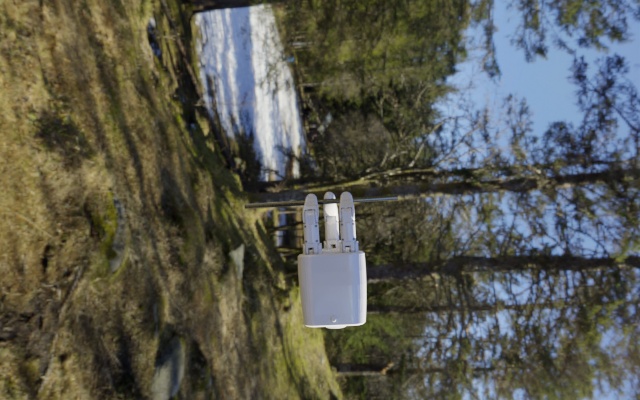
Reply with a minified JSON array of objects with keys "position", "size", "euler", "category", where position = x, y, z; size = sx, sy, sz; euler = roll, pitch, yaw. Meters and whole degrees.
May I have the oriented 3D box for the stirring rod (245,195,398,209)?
[{"position":[0.000,0.003,0.750],"size":[0.239,0.011,0.011],"euler":[-3,0,4],"category":"stirring rod"}]
